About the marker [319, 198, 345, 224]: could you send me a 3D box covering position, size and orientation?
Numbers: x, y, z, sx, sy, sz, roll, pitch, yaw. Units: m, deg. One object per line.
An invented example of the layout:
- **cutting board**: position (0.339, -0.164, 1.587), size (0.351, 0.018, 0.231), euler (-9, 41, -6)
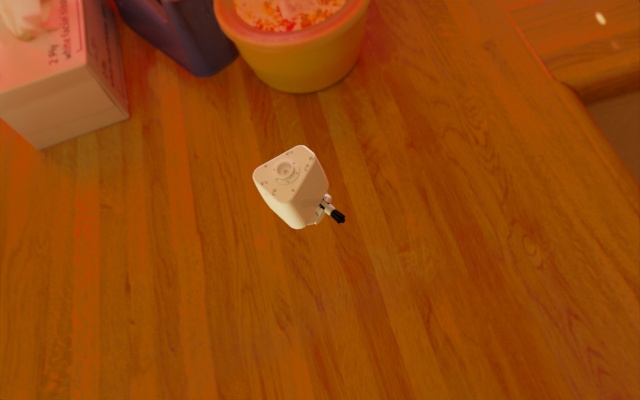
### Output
- **marker**: position (0.000, 0.003, 0.884), size (0.121, 0.020, 0.020), euler (40, 20, 25)
